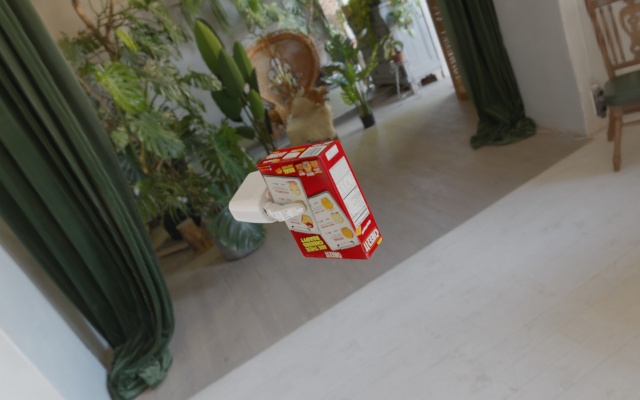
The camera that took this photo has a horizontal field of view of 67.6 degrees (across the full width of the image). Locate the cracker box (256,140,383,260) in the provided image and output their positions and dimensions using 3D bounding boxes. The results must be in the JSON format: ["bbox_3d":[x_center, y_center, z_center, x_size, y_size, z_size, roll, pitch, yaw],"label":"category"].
[{"bbox_3d":[0.000,0.003,0.874,0.164,0.214,0.072,-4,31,43],"label":"cracker box"}]
